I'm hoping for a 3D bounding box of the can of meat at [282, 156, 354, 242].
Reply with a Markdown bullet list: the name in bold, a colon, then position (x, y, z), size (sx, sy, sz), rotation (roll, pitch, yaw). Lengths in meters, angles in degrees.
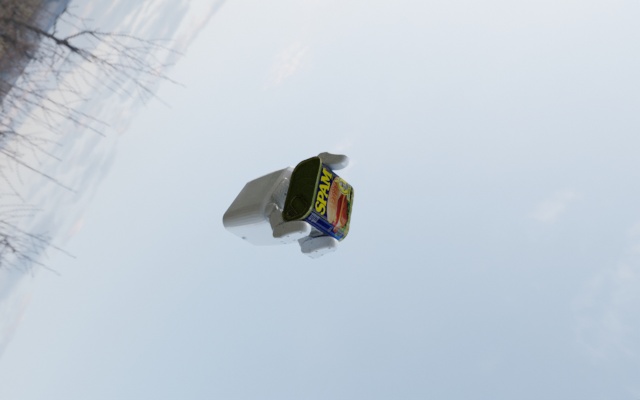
- **can of meat**: position (0.000, 0.002, 0.685), size (0.057, 0.102, 0.084), rotation (-16, -39, 40)
